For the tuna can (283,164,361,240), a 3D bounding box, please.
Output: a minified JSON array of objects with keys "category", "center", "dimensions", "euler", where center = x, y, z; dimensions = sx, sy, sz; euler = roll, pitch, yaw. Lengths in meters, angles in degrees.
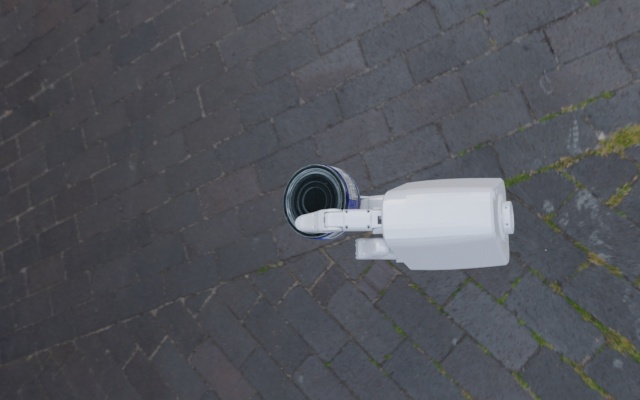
[{"category":"tuna can","center":[0.000,0.002,0.541],"dimensions":[0.086,0.086,0.034],"euler":[0,-5,31]}]
